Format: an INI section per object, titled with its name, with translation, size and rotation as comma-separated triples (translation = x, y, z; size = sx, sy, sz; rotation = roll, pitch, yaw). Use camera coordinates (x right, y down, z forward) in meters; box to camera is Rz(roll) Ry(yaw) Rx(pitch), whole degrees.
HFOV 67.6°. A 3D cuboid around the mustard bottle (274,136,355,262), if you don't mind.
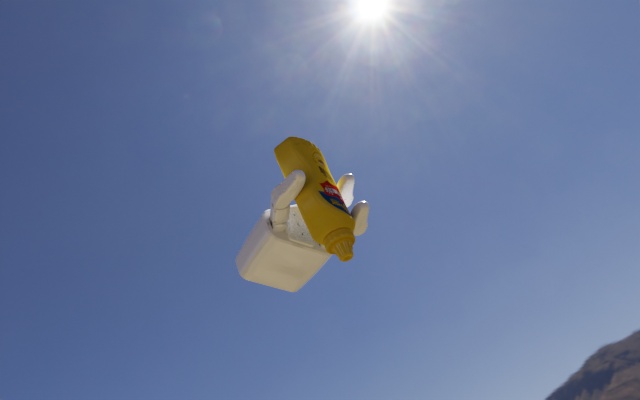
[mustard bottle]
translation = 0.000, 0.002, 0.653
size = 0.058, 0.191, 0.096
rotation = -35, -37, 15
